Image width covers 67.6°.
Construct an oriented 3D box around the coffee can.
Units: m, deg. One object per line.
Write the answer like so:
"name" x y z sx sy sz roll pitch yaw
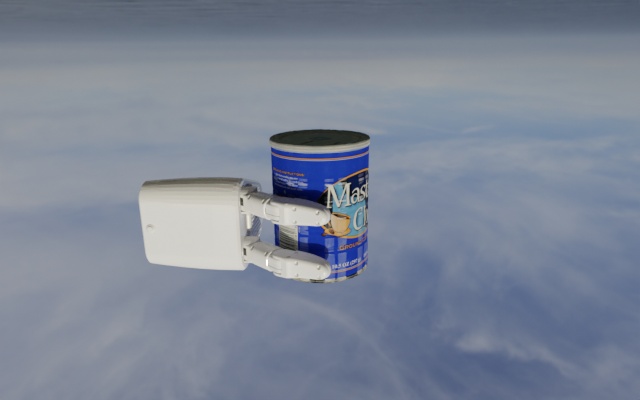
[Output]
"coffee can" 0.000 0.001 0.506 0.103 0.140 0.102 -1 17 0
